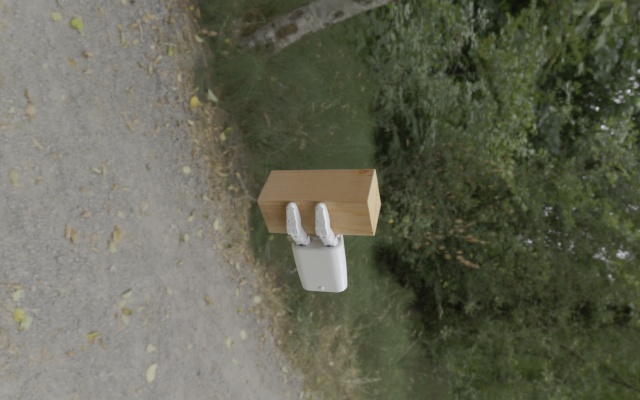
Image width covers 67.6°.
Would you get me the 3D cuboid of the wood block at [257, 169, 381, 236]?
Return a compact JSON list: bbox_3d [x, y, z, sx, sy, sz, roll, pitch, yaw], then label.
[{"bbox_3d":[0.000,0.003,0.896,0.206,0.090,0.090,0,42,18],"label":"wood block"}]
